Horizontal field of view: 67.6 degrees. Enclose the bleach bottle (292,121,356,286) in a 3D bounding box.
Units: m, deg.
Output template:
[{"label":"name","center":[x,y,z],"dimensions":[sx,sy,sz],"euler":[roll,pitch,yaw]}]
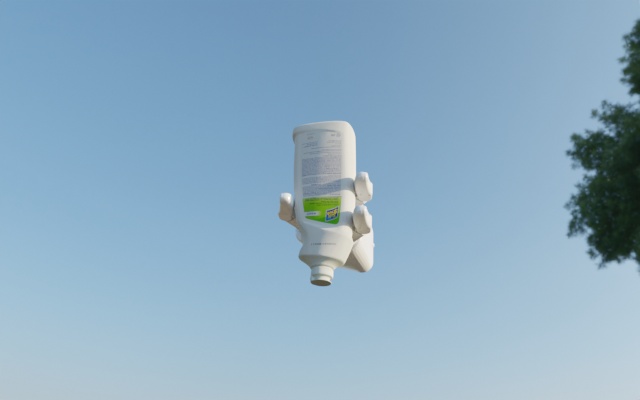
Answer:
[{"label":"bleach bottle","center":[0.000,0.002,0.706],"dimensions":[0.102,0.250,0.068],"euler":[-5,-29,16]}]
